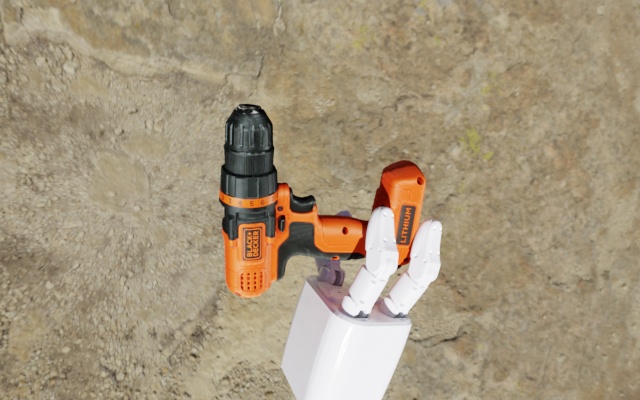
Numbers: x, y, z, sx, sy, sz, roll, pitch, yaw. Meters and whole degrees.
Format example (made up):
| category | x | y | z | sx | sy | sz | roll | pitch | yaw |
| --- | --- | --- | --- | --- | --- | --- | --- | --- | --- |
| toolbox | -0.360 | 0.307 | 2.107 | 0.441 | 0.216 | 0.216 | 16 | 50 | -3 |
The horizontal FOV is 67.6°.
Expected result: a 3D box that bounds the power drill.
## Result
| category | x | y | z | sx | sy | sz | roll | pitch | yaw |
| --- | --- | --- | --- | --- | --- | --- | --- | --- | --- |
| power drill | 0.001 | 0.002 | 0.450 | 0.187 | 0.184 | 0.057 | -2 | 27 | -13 |
